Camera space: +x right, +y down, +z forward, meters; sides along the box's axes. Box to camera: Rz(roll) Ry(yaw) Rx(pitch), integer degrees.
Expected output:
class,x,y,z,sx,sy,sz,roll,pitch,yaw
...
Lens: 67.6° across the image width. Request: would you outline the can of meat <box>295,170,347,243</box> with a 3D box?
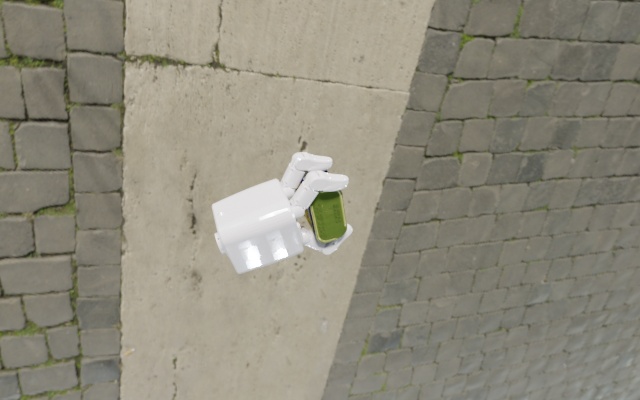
class,x,y,z,sx,sy,sz,roll,pitch,yaw
can of meat,0.000,0.003,0.732,0.057,0.102,0.084,-18,35,-9
